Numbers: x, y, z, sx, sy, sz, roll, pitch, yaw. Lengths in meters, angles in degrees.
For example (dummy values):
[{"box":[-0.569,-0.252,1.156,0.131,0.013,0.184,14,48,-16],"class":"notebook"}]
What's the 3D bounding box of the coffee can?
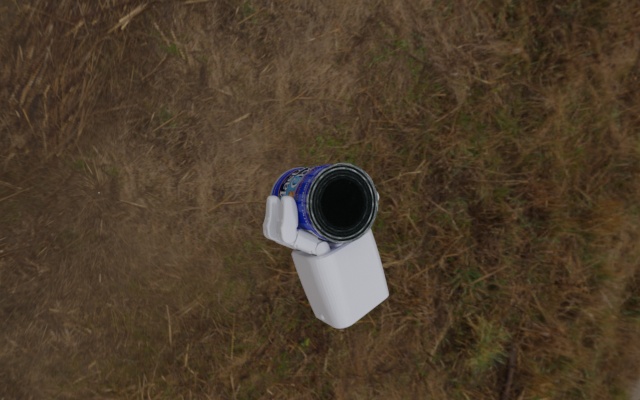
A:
[{"box":[0.000,0.002,0.665,0.103,0.103,0.140,0,1,-25],"class":"coffee can"}]
